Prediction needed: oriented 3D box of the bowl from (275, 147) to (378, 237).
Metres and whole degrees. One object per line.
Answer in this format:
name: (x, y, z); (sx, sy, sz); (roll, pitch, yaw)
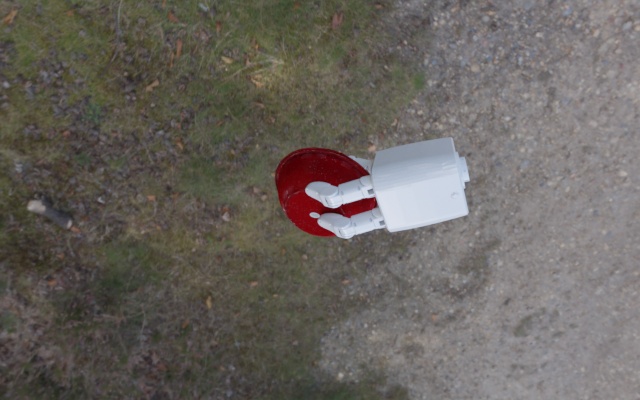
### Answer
bowl: (-0.001, 0.003, 0.703); (0.162, 0.162, 0.055); (0, 42, 23)
